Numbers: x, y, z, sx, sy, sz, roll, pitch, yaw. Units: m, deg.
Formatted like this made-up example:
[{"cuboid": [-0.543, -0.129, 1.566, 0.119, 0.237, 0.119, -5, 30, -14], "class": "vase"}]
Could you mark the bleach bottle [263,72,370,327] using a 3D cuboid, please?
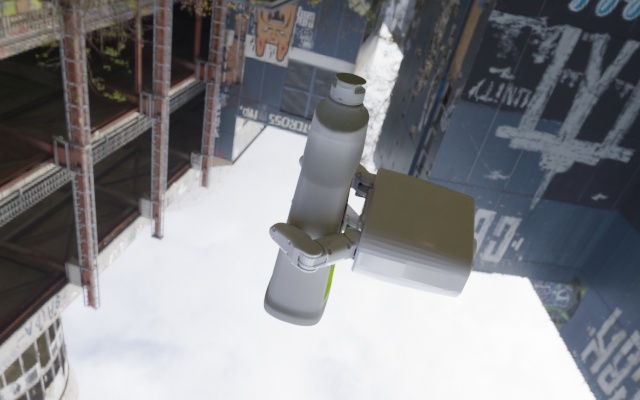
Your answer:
[{"cuboid": [0.000, 0.002, 0.473, 0.068, 0.251, 0.102, 15, 32, 3], "class": "bleach bottle"}]
